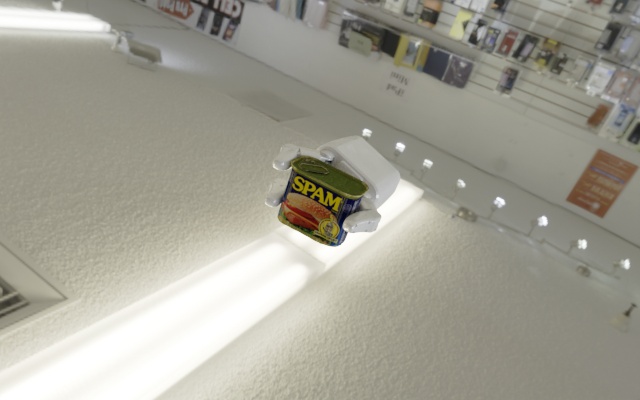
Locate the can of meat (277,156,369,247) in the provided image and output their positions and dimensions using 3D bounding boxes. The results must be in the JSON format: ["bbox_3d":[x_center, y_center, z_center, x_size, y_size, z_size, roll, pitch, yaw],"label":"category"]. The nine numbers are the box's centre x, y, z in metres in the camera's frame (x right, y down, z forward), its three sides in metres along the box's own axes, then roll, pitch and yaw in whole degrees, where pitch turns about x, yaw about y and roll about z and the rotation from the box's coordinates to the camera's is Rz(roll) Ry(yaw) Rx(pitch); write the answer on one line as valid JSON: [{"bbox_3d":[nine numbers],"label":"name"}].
[{"bbox_3d":[0.000,0.002,0.624,0.102,0.084,0.057,28,28,15],"label":"can of meat"}]
